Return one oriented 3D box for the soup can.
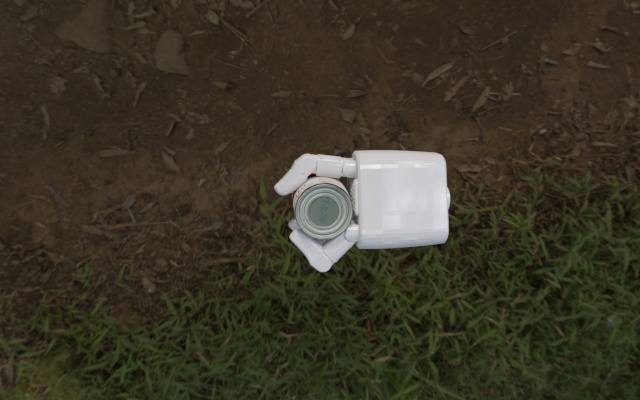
[{"bbox_3d":[0.000,0.002,0.579,0.068,0.068,0.102,0,13,-5],"label":"soup can"}]
